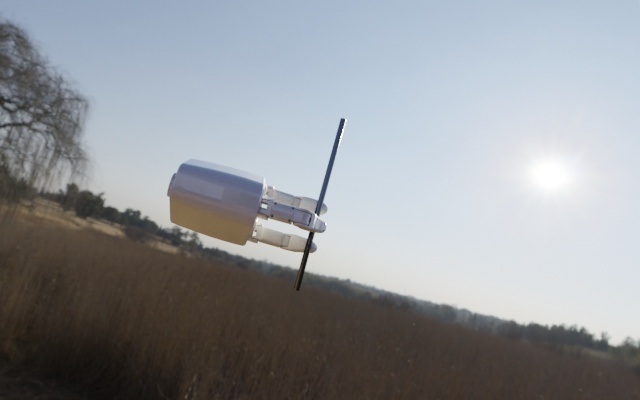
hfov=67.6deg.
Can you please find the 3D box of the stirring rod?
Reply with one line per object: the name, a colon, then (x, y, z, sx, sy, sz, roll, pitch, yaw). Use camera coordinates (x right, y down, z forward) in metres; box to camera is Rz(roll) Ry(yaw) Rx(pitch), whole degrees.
stirring rod: (0.000, 0.002, 0.638, 0.011, 0.239, 0.011, 15, -10, 3)
